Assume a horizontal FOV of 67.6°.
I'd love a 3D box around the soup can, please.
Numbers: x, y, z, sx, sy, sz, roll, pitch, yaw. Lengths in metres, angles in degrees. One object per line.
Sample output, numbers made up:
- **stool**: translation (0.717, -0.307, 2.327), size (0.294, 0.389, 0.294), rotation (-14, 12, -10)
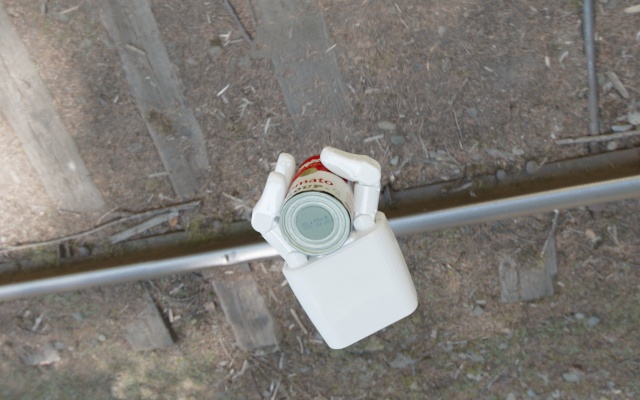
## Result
- **soup can**: translation (0.000, 0.001, 0.471), size (0.068, 0.068, 0.102), rotation (0, 24, 7)
